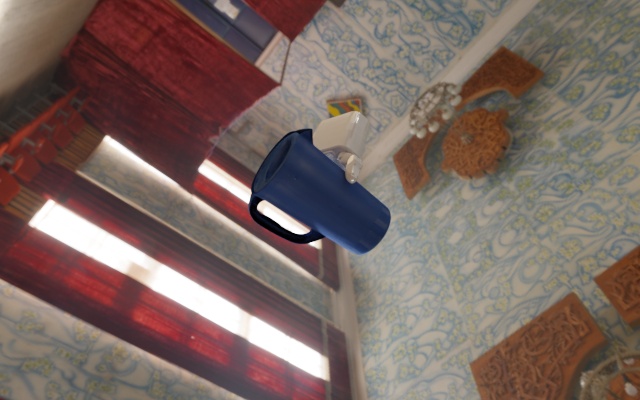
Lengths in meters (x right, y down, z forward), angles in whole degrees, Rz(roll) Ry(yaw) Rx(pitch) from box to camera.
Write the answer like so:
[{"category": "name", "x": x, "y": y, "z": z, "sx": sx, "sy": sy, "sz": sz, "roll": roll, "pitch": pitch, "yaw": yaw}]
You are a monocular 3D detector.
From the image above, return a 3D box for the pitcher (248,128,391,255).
[{"category": "pitcher", "x": 0.000, "y": 0.003, "z": 0.857, "sx": 0.243, "sy": 0.145, "sz": 0.149, "roll": 36, "pitch": -40, "yaw": -21}]
